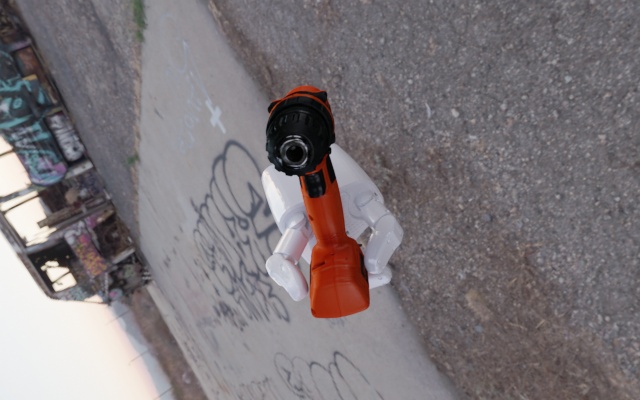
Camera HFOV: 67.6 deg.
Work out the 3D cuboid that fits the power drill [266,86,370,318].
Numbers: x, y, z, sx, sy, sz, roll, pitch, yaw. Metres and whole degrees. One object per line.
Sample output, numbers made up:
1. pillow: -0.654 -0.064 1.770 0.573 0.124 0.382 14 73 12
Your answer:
1. power drill: 0.000 0.002 0.405 0.057 0.188 0.184 -9 20 6
